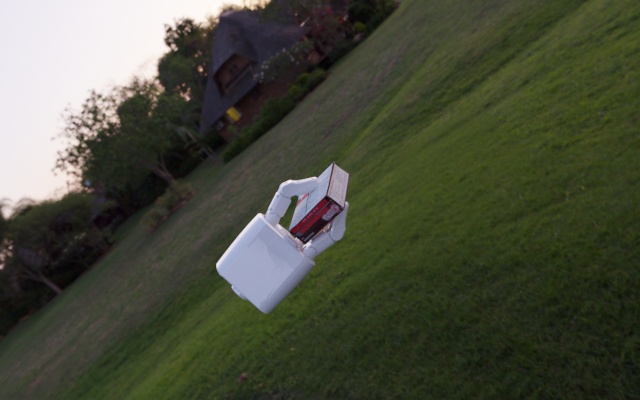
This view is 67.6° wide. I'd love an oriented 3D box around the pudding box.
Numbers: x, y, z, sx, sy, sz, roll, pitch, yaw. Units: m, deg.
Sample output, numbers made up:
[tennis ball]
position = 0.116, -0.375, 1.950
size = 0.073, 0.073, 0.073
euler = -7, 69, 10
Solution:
[pudding box]
position = 0.000, 0.002, 0.730
size = 0.039, 0.090, 0.113
euler = 39, 28, -16
